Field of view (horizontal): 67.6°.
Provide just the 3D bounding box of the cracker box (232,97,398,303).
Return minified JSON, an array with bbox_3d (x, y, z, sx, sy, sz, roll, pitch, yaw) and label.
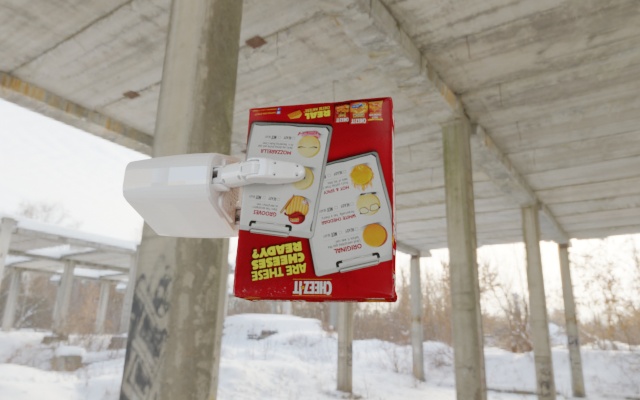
[{"bbox_3d":[0.000,0.001,0.522,0.164,0.213,0.072,-2,-17,13],"label":"cracker box"}]
